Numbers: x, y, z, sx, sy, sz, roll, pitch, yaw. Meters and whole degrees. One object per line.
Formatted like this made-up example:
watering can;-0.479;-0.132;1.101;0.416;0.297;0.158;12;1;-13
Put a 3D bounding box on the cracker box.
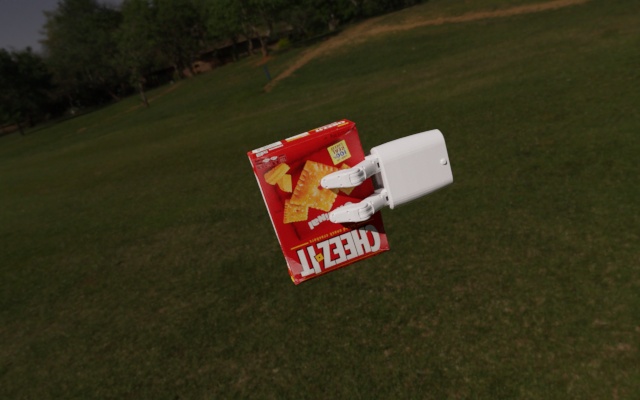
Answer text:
cracker box;0.000;0.002;0.741;0.164;0.214;0.072;-19;17;-6
